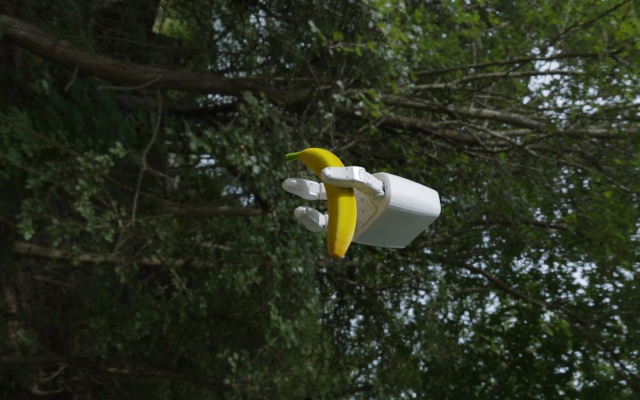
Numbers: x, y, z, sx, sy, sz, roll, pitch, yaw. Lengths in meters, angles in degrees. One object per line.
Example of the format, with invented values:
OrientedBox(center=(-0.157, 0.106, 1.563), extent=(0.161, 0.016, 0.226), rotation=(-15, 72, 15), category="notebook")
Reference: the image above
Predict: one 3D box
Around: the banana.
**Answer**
OrientedBox(center=(0.013, -0.012, 0.650), extent=(0.069, 0.197, 0.037), rotation=(-40, -42, 17), category="banana")
